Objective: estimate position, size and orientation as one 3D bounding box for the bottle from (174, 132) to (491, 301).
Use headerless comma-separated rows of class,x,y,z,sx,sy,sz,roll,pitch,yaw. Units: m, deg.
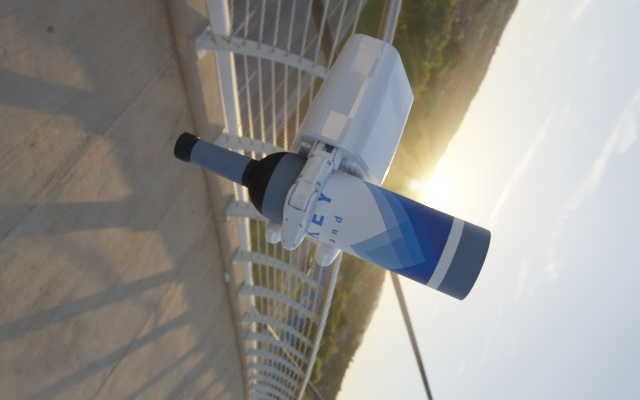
bottle,0.000,0.002,0.438,0.295,0.069,0.069,22,4,9
